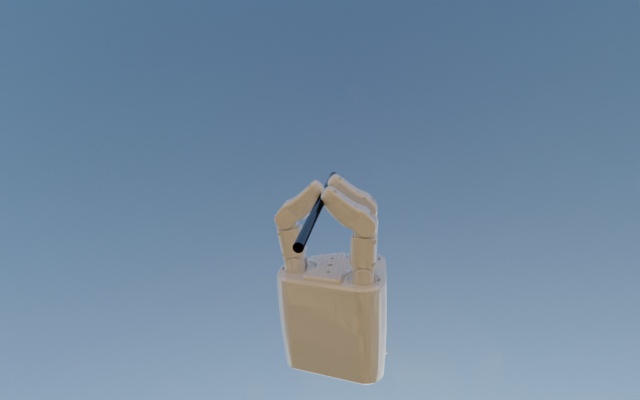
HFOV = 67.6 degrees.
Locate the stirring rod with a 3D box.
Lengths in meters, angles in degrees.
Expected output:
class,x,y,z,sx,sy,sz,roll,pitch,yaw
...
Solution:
class,x,y,z,sx,sy,sz,roll,pitch,yaw
stirring rod,0.000,0.002,0.441,0.011,0.011,0.239,0,15,8
